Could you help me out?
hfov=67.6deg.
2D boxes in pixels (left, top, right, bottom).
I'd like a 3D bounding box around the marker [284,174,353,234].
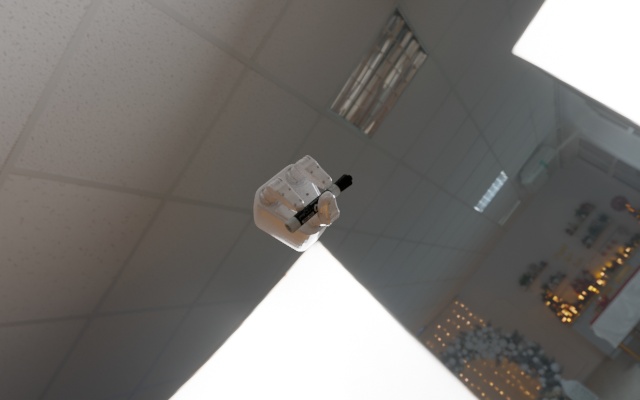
[{"bbox_3d":[0.000,0.002,0.664,0.121,0.020,0.020,-40,17,-22],"label":"marker"}]
